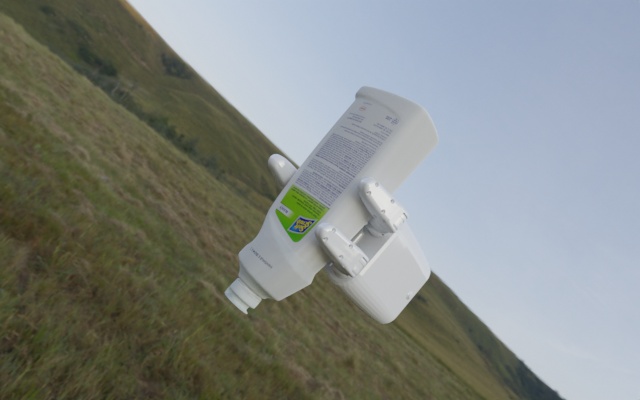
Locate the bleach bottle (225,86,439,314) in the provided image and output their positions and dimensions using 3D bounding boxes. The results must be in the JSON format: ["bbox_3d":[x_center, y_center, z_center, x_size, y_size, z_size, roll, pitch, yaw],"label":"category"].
[{"bbox_3d":[0.000,0.002,0.469,0.102,0.251,0.068,33,-14,46],"label":"bleach bottle"}]
